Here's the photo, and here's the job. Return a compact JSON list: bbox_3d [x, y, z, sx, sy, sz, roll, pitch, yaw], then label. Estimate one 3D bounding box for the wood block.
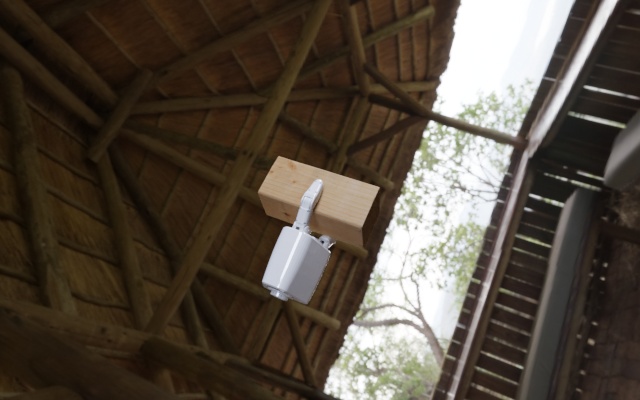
[{"bbox_3d":[0.000,0.003,0.897,0.206,0.090,0.091,18,-27,17],"label":"wood block"}]
